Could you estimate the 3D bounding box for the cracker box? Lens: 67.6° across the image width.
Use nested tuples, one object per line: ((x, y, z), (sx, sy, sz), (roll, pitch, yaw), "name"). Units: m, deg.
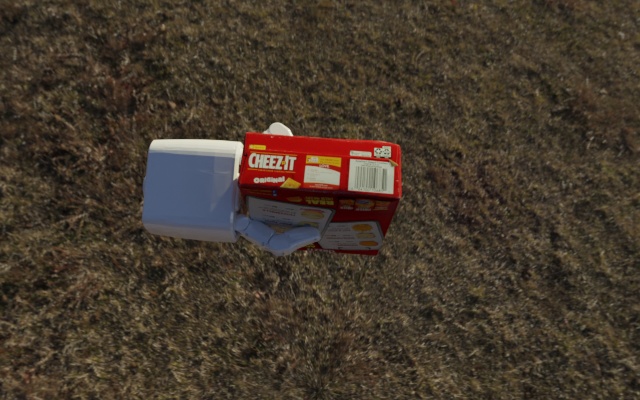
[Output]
((0.000, 0.002, 0.575), (0.164, 0.072, 0.214), (4, -22, 2), "cracker box")
